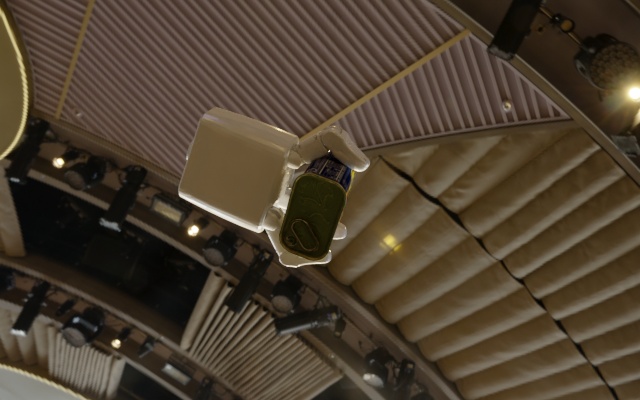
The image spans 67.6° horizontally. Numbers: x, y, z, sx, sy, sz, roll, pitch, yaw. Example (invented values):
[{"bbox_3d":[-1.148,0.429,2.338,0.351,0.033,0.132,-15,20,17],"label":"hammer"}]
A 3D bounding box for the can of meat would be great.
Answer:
[{"bbox_3d":[0.000,0.002,0.535,0.057,0.102,0.084,20,30,5],"label":"can of meat"}]
